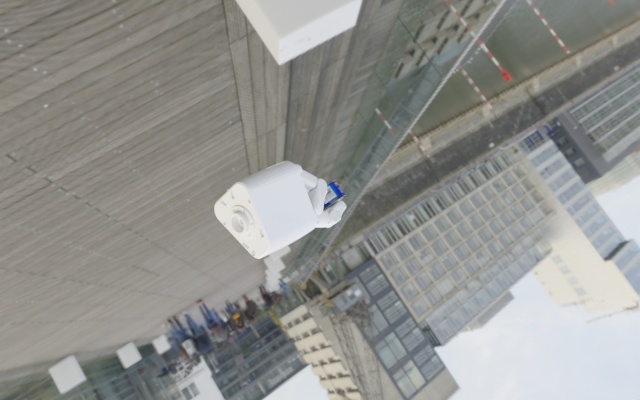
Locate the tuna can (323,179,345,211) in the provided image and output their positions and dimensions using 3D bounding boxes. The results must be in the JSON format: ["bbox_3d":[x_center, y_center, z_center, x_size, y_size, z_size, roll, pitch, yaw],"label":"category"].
[{"bbox_3d":[0.001,0.003,0.817,0.086,0.034,0.086,-37,-4,-3],"label":"tuna can"}]
